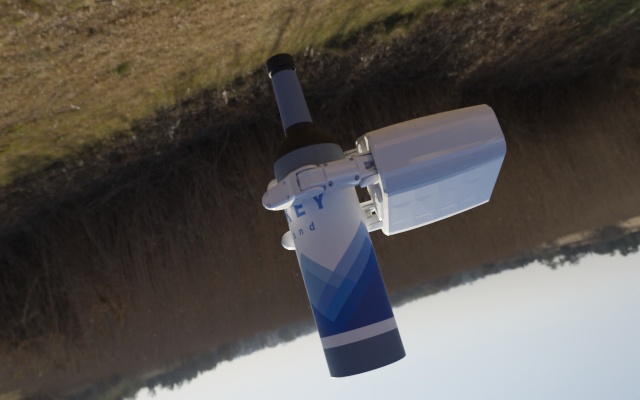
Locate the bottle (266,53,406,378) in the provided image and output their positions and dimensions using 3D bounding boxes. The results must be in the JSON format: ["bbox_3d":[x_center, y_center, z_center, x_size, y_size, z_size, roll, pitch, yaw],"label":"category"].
[{"bbox_3d":[0.000,0.002,0.433,0.069,0.295,0.069,-15,-13,-4],"label":"bottle"}]
